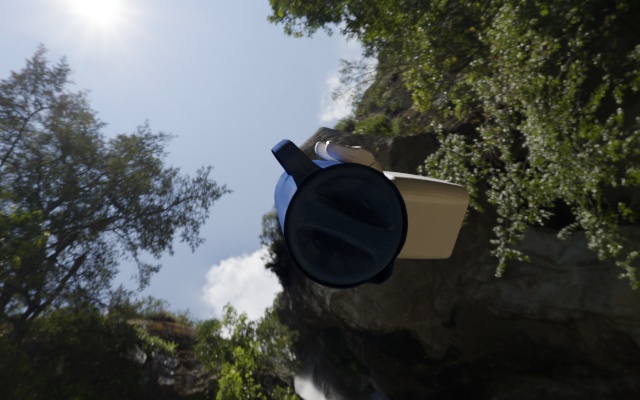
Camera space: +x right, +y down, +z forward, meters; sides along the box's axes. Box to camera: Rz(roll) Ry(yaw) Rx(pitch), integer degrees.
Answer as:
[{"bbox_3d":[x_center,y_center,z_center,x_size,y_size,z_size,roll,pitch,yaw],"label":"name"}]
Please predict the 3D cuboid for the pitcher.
[{"bbox_3d":[0.000,0.002,0.600,0.145,0.149,0.243,4,8,-12],"label":"pitcher"}]
